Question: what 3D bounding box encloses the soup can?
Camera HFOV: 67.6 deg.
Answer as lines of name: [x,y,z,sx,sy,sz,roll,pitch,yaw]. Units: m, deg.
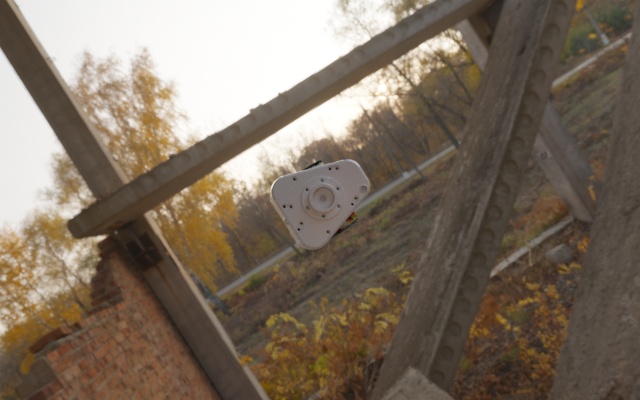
soup can: [0.000,0.002,0.688,0.068,0.102,0.068,-32,0,0]
